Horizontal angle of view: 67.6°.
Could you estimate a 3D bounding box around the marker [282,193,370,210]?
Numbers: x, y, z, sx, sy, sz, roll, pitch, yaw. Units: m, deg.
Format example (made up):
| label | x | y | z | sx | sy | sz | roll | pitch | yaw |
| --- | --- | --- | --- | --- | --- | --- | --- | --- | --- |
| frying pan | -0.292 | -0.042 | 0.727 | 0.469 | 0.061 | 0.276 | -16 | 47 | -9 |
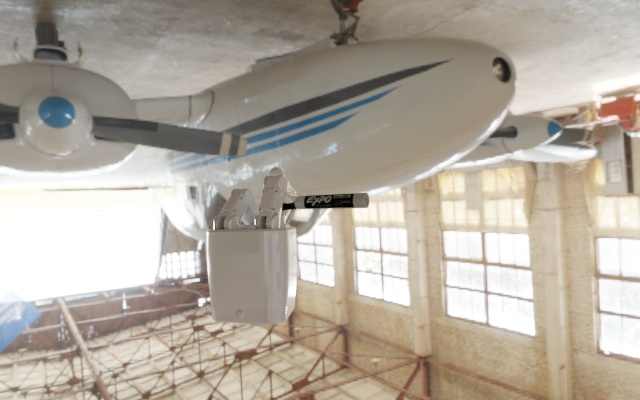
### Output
| label | x | y | z | sx | sy | sz | roll | pitch | yaw |
| --- | --- | --- | --- | --- | --- | --- | --- | --- | --- |
| marker | 0.000 | 0.002 | 0.591 | 0.121 | 0.020 | 0.020 | -2 | -1 | 22 |
